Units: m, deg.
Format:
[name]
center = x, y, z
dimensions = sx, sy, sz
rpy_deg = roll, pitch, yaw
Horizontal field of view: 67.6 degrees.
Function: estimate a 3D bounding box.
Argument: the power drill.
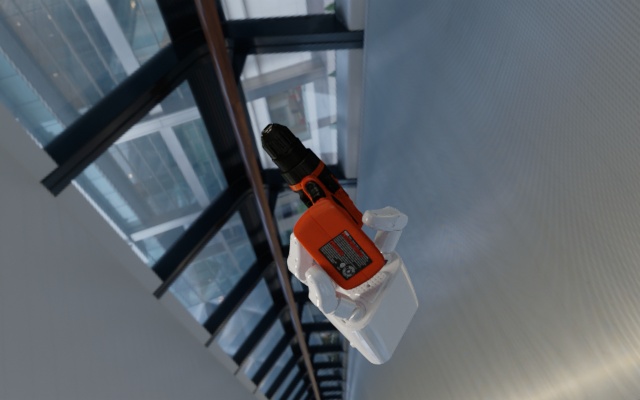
[power drill]
center = 0.000, 0.002, 0.548
dimensions = 0.057, 0.184, 0.187
rpy_deg = -38, 23, 10
